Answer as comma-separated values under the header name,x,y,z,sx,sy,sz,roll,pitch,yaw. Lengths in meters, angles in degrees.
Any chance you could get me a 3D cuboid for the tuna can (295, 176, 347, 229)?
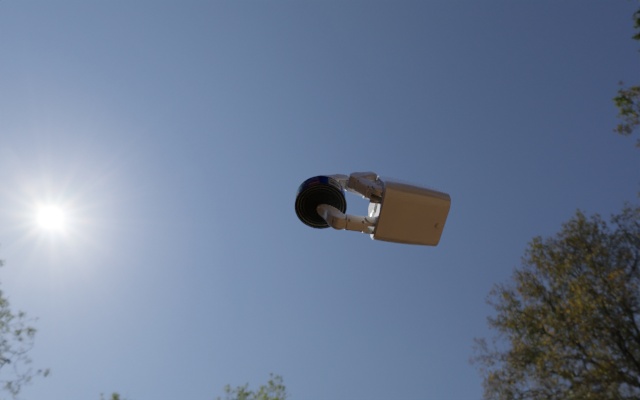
name,x,y,z,sx,sy,sz,roll,pitch,yaw
tuna can,0.000,0.002,0.795,0.086,0.086,0.033,0,29,-1
